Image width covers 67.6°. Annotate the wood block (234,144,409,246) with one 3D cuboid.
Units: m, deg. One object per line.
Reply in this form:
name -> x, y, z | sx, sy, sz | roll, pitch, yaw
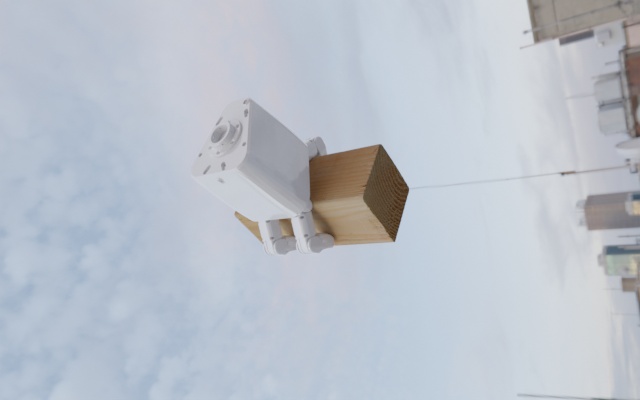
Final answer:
wood block -> 0.000, 0.002, 0.637 | 0.206, 0.090, 0.090 | -7, -43, 36
